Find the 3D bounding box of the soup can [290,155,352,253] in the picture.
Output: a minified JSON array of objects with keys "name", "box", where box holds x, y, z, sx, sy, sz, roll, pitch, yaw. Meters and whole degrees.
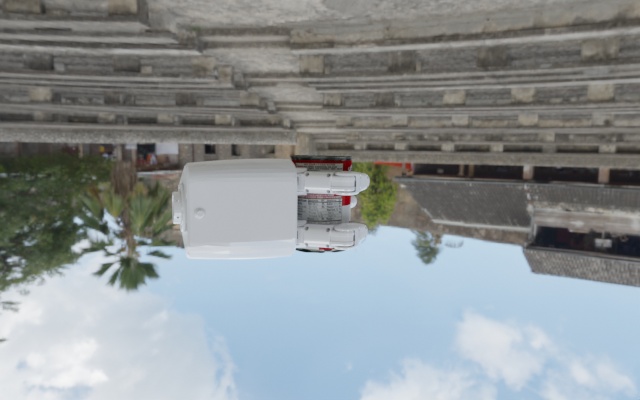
[{"name":"soup can","box":[0.001,0.002,0.526,0.068,0.102,0.068,1,6,0]}]
